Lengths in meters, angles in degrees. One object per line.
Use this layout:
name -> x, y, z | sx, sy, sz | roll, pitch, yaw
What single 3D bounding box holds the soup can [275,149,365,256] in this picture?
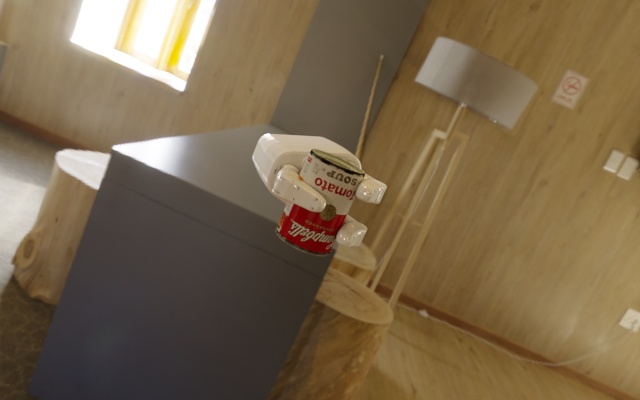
soup can -> 0.000, 0.002, 0.534 | 0.068, 0.102, 0.068 | 23, 13, -5
